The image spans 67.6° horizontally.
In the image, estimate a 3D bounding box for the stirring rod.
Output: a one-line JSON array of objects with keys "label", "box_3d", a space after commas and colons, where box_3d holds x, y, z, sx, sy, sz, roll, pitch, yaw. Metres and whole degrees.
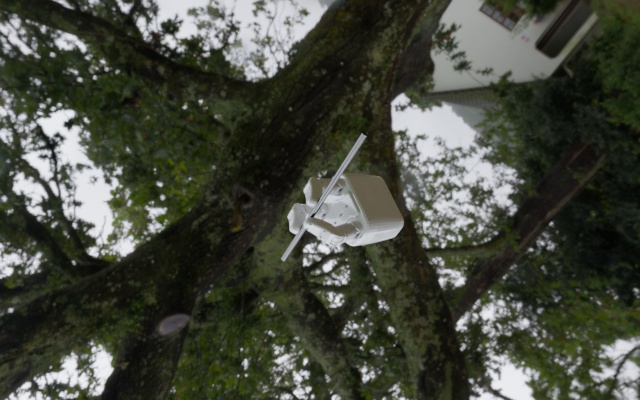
[{"label": "stirring rod", "box_3d": [0.000, 0.002, 0.679, 0.011, 0.240, 0.011, 24, 30, -15]}]
